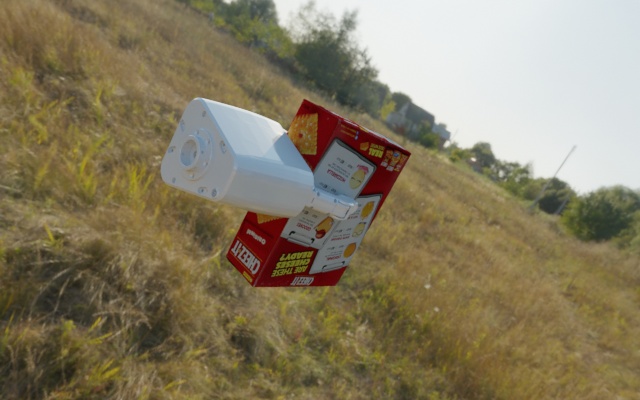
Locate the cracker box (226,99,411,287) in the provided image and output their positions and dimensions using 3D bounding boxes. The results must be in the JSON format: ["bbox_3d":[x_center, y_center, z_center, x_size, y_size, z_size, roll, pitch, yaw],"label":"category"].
[{"bbox_3d":[0.000,0.002,0.597,0.072,0.214,0.164,38,16,36],"label":"cracker box"}]
